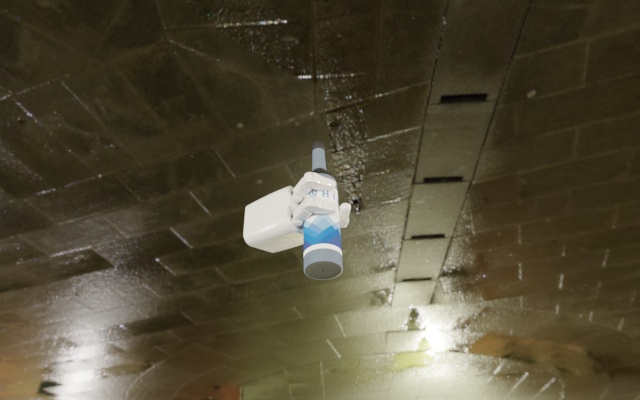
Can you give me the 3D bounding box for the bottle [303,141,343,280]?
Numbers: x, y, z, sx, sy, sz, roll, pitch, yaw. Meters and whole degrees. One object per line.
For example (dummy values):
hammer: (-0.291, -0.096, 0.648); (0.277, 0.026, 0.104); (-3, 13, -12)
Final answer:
bottle: (0.000, 0.003, 0.899); (0.069, 0.295, 0.069); (-2, -38, -1)
